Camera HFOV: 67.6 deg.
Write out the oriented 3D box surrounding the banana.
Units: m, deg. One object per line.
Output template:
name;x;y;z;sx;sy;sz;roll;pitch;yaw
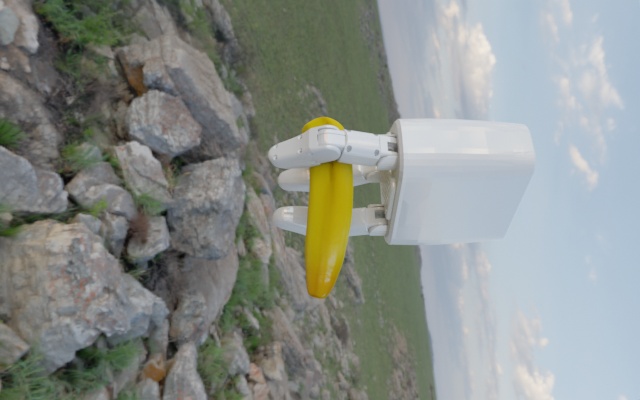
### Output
banana;0.004;-0.014;0.400;0.037;0.070;0.197;8;41;-12
